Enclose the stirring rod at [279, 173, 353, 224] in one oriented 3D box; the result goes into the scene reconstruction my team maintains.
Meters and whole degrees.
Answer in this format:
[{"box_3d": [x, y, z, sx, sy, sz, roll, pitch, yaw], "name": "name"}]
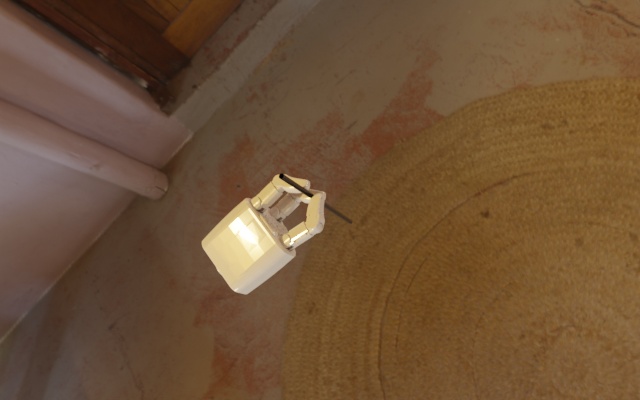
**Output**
[{"box_3d": [0.000, 0.003, 0.755, 0.011, 0.011, 0.240, 0, -17, 28], "name": "stirring rod"}]
